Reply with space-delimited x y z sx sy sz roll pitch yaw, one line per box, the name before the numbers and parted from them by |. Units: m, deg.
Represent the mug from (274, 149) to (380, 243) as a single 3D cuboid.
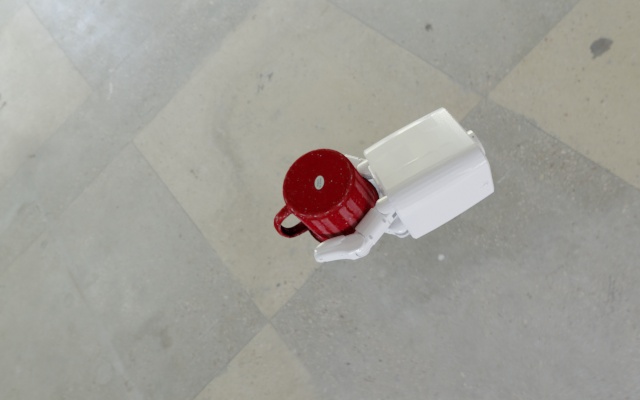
mug | -0.001 0.002 0.523 0.117 0.093 0.081 -31 -31 8
